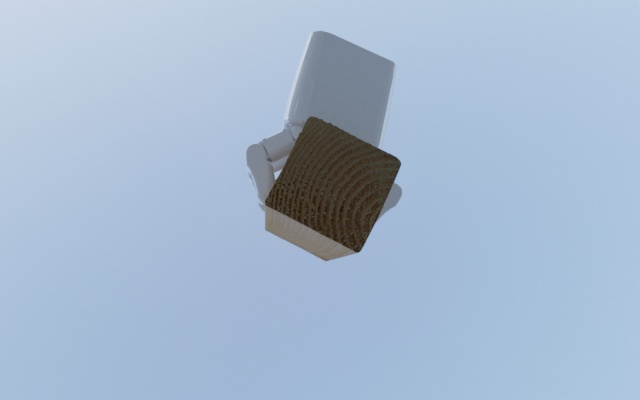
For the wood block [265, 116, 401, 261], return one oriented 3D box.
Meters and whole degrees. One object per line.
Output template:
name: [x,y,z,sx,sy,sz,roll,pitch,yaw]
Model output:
wood block: [0.001,0.001,0.494,0.091,0.090,0.206,26,-11,-2]
